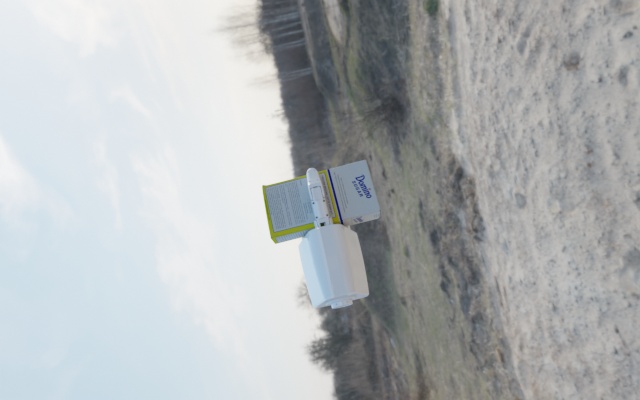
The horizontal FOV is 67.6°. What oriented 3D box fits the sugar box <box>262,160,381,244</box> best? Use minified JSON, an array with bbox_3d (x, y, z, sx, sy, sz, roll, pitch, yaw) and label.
[{"bbox_3d":[0.000,0.003,0.766,0.176,0.093,0.048,-13,-20,-1],"label":"sugar box"}]
